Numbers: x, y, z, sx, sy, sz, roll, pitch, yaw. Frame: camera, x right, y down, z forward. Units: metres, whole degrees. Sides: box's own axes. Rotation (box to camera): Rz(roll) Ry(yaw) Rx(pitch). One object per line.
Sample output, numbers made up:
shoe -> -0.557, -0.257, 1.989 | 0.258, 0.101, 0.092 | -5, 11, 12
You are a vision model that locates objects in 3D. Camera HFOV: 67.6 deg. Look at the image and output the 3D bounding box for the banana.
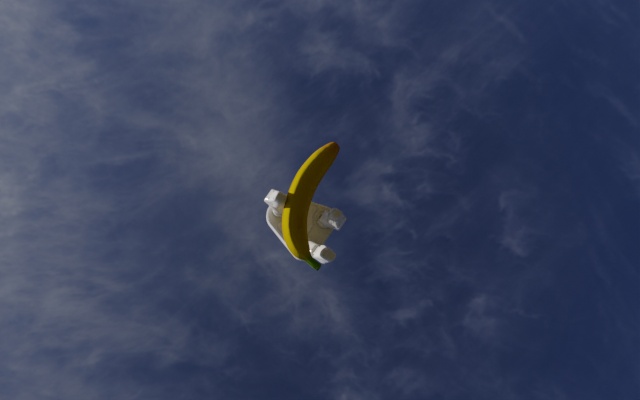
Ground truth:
banana -> -0.019, 0.003, 0.718 | 0.069, 0.197, 0.037 | 9, -11, 0
